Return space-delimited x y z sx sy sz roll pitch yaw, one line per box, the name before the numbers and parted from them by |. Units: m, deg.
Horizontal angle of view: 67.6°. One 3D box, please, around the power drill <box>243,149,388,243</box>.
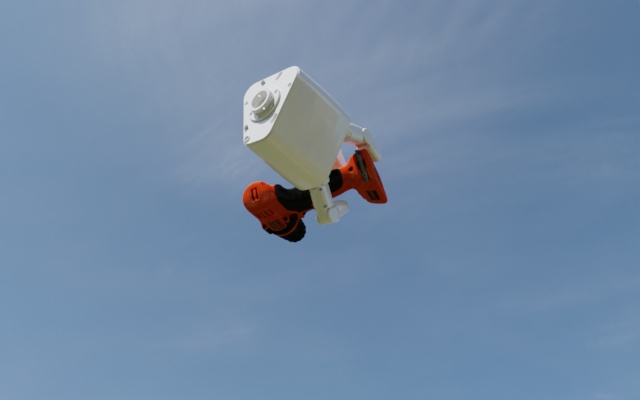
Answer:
power drill | 0.000 0.002 0.704 0.187 0.057 0.184 -21 -23 9
